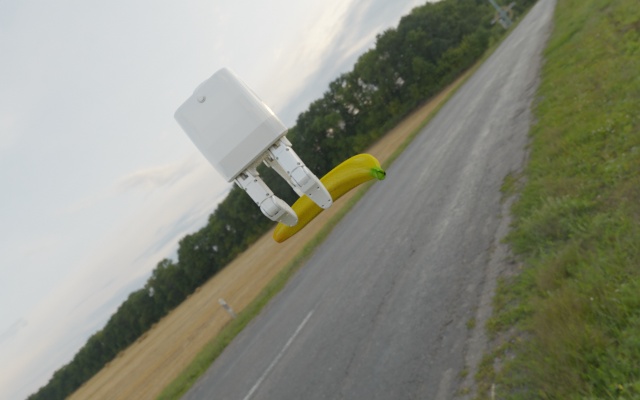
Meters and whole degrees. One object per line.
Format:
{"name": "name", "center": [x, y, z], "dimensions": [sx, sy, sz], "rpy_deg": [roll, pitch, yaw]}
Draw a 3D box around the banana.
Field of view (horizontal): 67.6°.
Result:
{"name": "banana", "center": [0.009, -0.009, 0.622], "dimensions": [0.198, 0.037, 0.069], "rpy_deg": [-35, 12, 35]}
